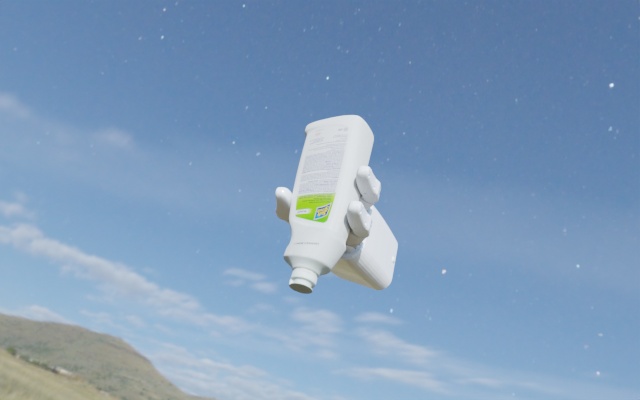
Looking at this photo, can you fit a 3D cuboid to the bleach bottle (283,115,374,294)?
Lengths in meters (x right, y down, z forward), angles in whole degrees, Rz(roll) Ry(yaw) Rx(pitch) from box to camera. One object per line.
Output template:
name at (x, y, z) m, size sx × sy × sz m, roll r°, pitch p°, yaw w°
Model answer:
bleach bottle at (0.000, 0.002, 0.629) m, size 0.102 × 0.250 × 0.068 m, roll -7°, pitch -39°, yaw 33°
